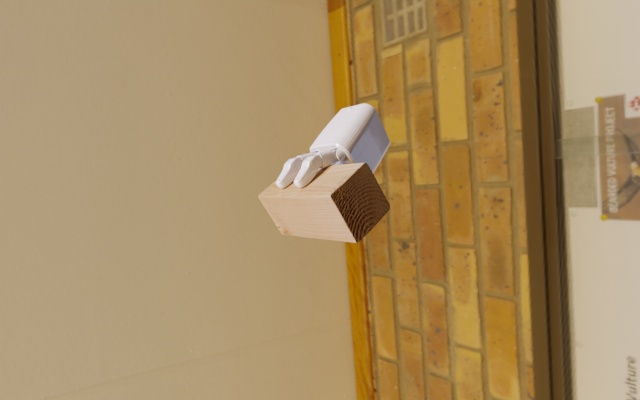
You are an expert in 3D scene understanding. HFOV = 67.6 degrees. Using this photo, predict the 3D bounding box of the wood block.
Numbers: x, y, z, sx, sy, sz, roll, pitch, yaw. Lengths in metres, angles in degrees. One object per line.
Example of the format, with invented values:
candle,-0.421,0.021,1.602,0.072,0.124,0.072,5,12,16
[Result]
wood block,0.000,0.003,0.789,0.090,0.091,0.206,-43,24,-28
